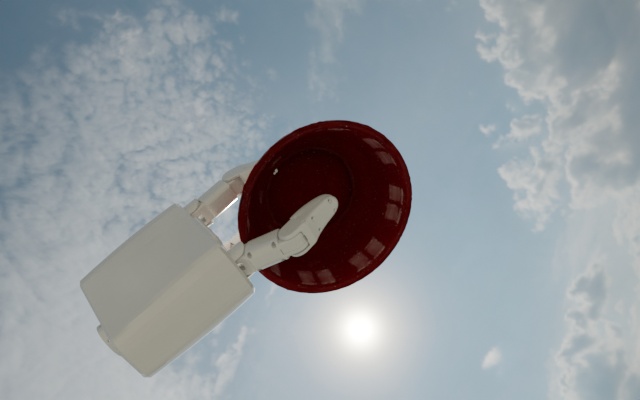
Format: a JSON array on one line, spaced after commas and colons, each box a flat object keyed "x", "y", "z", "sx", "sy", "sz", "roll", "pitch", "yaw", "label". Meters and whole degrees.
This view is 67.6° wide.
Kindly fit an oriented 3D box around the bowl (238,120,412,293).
[{"x": 0.001, "y": 0.001, "z": 0.437, "sx": 0.162, "sy": 0.162, "sz": 0.055, "roll": 0, "pitch": 21, "yaw": -21, "label": "bowl"}]
